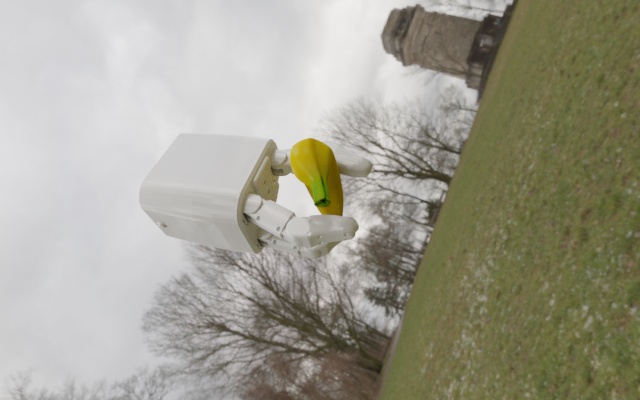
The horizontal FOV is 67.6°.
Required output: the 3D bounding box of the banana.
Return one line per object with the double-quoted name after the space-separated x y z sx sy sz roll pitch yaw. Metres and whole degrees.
-0.002 -0.017 0.448 0.037 0.069 0.198 -5 -7 6 "banana"
